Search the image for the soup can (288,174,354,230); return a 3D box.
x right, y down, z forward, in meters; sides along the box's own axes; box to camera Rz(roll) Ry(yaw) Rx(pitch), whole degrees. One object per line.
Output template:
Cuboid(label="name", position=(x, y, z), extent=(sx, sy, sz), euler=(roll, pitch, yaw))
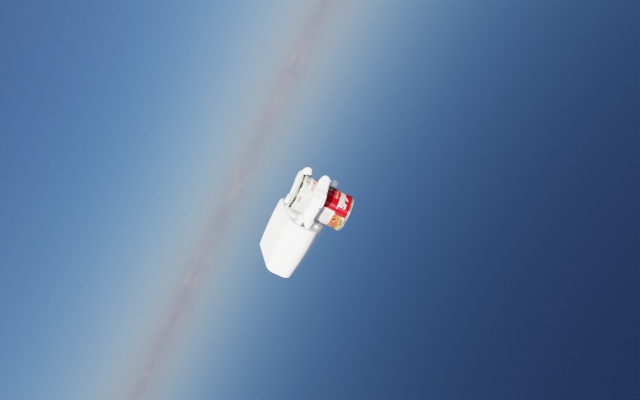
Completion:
Cuboid(label="soup can", position=(0.000, 0.002, 0.867), extent=(0.102, 0.068, 0.068), euler=(25, -5, -10))
